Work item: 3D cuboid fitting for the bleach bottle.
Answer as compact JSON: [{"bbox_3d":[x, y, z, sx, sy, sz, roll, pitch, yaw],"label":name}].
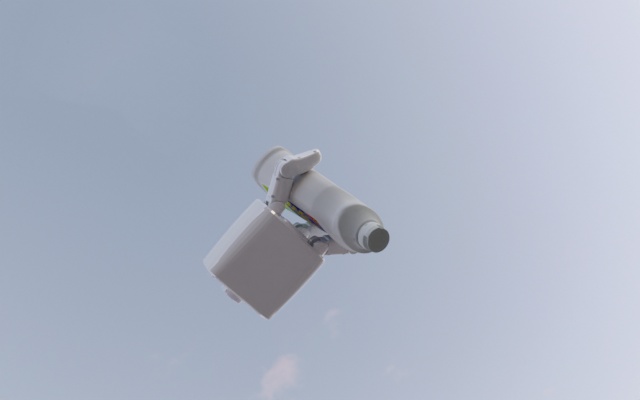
[{"bbox_3d":[0.000,0.002,0.606,0.103,0.068,0.250,46,-7,-31],"label":"bleach bottle"}]
